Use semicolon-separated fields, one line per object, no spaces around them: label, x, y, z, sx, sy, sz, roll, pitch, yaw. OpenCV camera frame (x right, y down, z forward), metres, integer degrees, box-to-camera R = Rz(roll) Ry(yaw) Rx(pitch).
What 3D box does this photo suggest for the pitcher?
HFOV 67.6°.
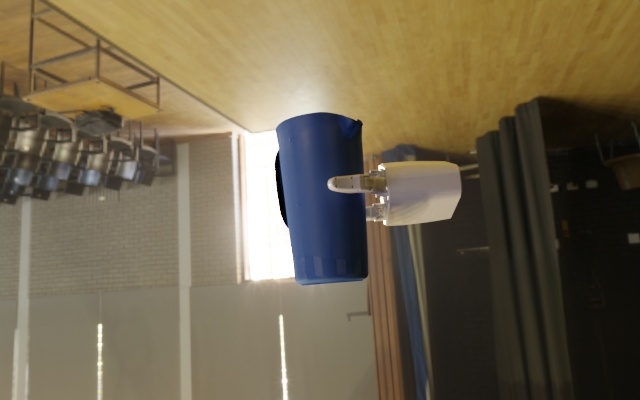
pitcher;0.000;0.002;0.717;0.145;0.242;0.149;-4;-10;0
